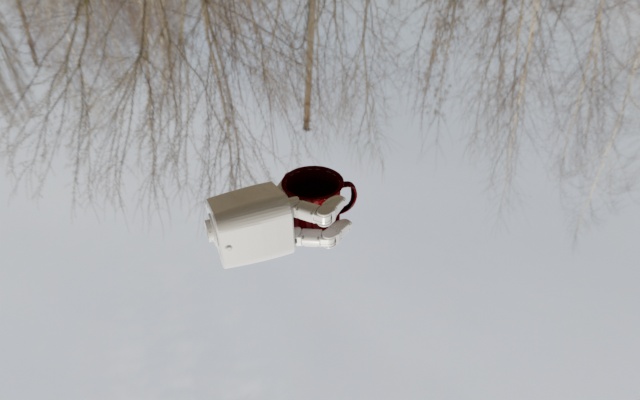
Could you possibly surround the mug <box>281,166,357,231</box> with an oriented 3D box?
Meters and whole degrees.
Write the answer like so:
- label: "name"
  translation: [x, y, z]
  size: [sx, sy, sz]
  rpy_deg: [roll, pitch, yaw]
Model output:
- label: "mug"
  translation: [0.001, 0.002, 0.732]
  size: [0.117, 0.082, 0.093]
  rpy_deg: [-13, 37, -16]
